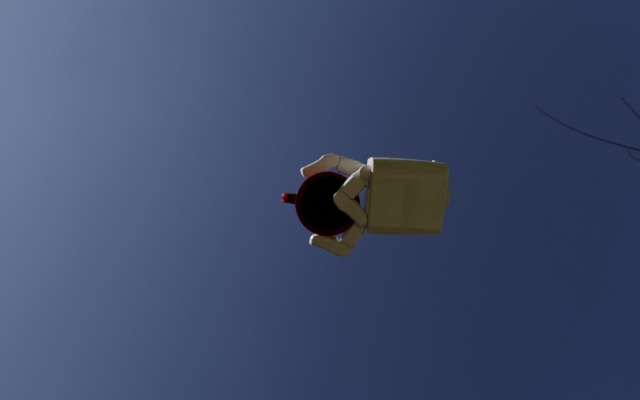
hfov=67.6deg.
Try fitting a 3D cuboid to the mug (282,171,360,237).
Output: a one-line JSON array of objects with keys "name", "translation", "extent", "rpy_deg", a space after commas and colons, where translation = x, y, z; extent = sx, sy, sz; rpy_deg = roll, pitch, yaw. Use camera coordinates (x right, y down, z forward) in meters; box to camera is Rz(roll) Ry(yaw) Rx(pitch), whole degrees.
[{"name": "mug", "translation": [-0.001, 0.002, 0.721], "extent": [0.117, 0.093, 0.081], "rpy_deg": [4, 3, 3]}]
